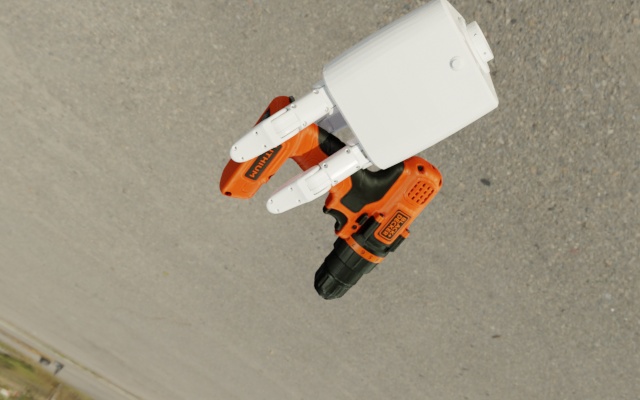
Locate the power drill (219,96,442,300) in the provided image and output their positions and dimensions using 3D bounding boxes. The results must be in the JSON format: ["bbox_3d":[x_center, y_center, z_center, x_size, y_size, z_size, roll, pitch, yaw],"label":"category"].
[{"bbox_3d":[0.000,0.001,0.470,0.188,0.184,0.057,30,18,-23],"label":"power drill"}]
